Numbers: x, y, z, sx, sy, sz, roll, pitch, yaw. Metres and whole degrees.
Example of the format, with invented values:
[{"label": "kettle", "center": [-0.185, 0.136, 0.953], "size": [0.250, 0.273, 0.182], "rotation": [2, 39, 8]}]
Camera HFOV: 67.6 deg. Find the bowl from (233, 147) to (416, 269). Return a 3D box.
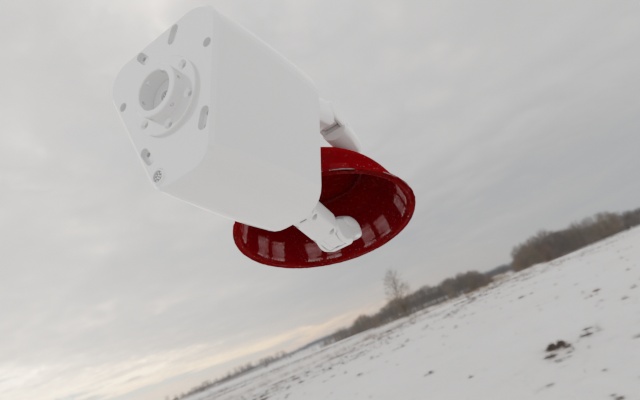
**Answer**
[{"label": "bowl", "center": [0.000, 0.002, 0.432], "size": [0.162, 0.055, 0.162], "rotation": [-9, -33, -6]}]
